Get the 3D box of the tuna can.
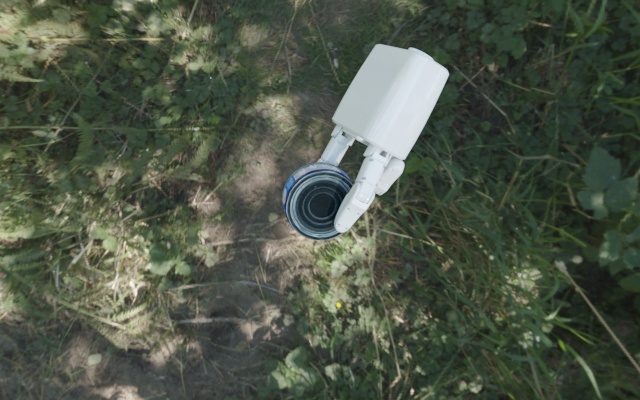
[{"bbox_3d":[0.000,0.002,0.543,0.086,0.086,0.033,0,19,-10],"label":"tuna can"}]
